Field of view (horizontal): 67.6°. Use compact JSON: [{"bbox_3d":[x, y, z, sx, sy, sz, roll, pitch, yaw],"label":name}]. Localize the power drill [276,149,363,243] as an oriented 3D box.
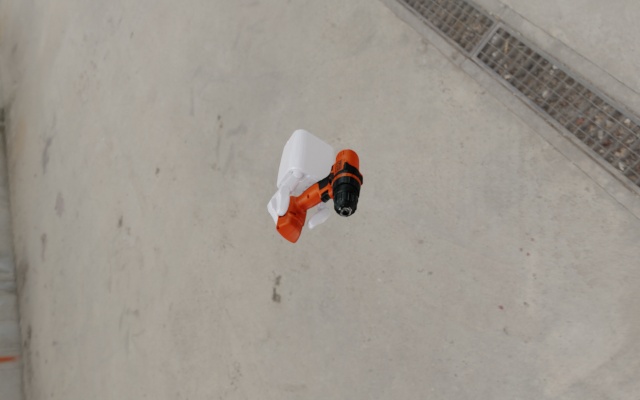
[{"bbox_3d":[0.000,0.003,0.900,0.188,0.057,0.184,-35,24,27],"label":"power drill"}]
